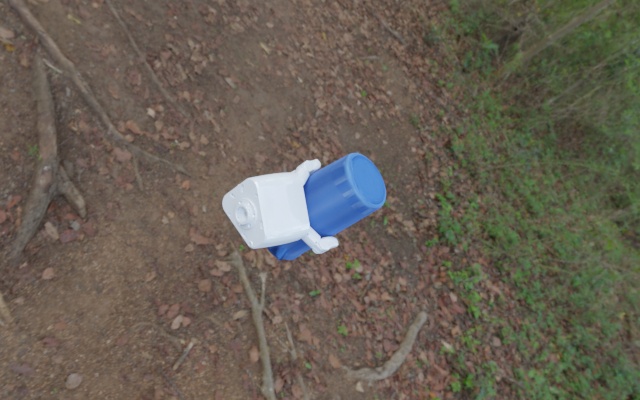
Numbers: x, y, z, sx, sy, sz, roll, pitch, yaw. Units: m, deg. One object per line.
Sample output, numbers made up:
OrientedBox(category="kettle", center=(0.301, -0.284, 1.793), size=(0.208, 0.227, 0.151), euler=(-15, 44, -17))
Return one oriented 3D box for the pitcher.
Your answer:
OrientedBox(category="pitcher", center=(0.000, 0.003, 0.899), size=(0.243, 0.149, 0.145), euler=(-30, -14, 36))
